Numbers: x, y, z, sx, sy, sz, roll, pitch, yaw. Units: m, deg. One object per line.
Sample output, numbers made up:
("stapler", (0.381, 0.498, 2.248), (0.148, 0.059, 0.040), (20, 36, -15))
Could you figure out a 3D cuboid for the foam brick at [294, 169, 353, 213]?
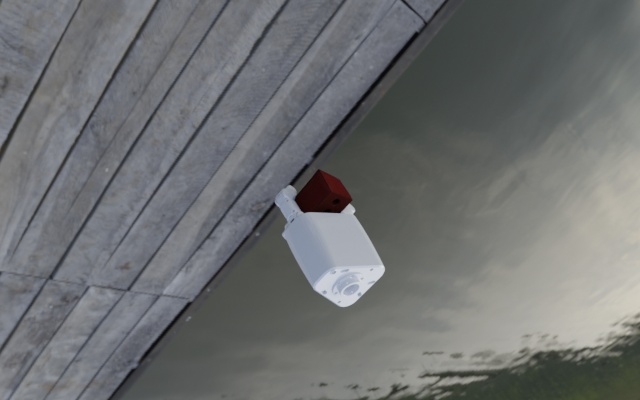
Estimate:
("foam brick", (0.000, 0.002, 0.737), (0.053, 0.078, 0.051), (20, 29, -43))
